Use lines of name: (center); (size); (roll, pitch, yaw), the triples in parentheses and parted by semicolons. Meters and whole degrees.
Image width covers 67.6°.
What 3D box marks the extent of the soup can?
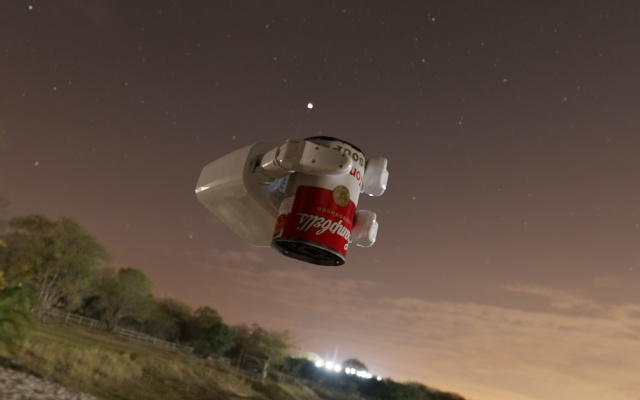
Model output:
soup can: (0.000, 0.001, 0.436); (0.068, 0.102, 0.068); (12, -20, 5)
